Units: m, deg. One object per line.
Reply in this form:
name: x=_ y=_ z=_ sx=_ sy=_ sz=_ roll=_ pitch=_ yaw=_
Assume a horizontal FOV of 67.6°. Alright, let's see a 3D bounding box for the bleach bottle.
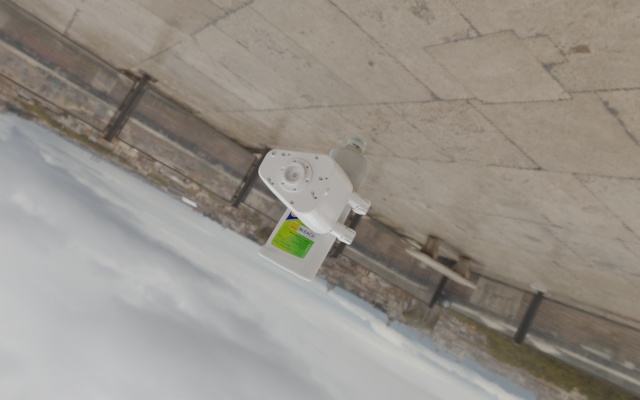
bleach bottle: x=0.000 y=0.003 z=0.800 sx=0.102 sy=0.251 sz=0.068 roll=25 pitch=-8 yaw=22
